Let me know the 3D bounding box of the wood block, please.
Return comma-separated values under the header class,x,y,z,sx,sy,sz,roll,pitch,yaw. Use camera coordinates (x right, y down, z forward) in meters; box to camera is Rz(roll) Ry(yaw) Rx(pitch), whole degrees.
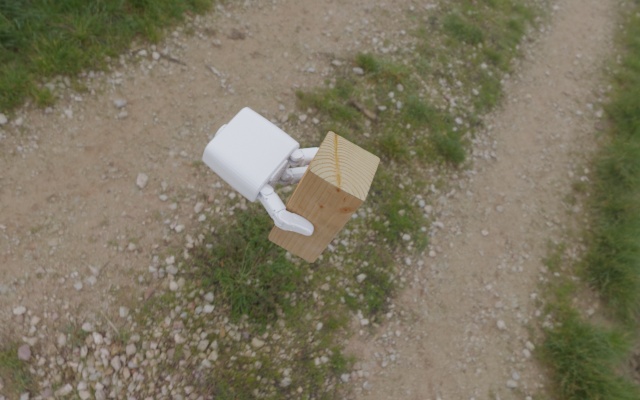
class,x,y,z,sx,sy,sz,roll,pitch,yaw
wood block,0.000,0.002,0.755,0.090,0.090,0.206,29,-38,-4
